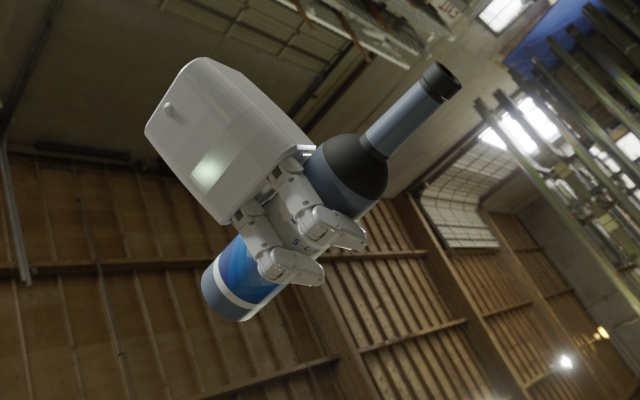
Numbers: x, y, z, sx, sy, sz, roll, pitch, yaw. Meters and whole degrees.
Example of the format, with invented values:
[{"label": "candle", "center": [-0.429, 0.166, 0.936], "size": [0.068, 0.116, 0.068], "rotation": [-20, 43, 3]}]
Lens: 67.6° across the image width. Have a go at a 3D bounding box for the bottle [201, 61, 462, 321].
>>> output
[{"label": "bottle", "center": [0.000, 0.002, 0.410], "size": [0.069, 0.069, 0.296], "rotation": [0, -38, -52]}]
